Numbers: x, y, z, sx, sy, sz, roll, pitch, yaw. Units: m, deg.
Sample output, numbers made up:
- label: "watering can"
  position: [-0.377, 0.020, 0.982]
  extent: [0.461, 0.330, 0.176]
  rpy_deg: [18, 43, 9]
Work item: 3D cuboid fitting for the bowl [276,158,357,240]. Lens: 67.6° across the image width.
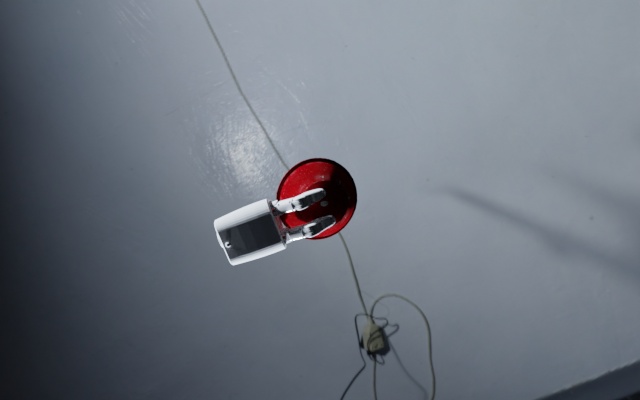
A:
- label: "bowl"
  position: [0.001, 0.002, 0.896]
  extent: [0.162, 0.162, 0.055]
  rpy_deg: [0, 11, -14]
